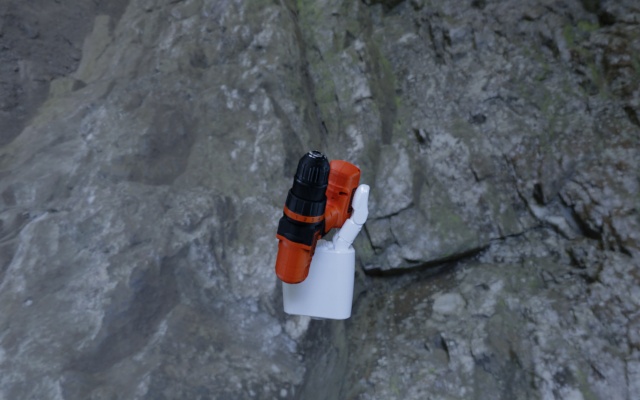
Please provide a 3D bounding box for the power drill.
[{"bbox_3d":[0.000,0.002,0.667,0.057,0.184,0.187,22,25,15],"label":"power drill"}]
